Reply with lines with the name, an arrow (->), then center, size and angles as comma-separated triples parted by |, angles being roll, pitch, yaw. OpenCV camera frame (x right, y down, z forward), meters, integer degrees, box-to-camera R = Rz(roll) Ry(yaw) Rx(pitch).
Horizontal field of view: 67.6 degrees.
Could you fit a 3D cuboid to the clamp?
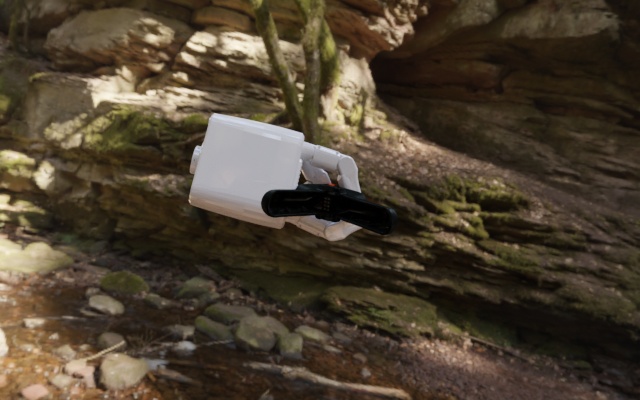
clamp -> 0.000, 0.001, 0.484 | 0.120, 0.039, 0.171 | 14, 3, -9
